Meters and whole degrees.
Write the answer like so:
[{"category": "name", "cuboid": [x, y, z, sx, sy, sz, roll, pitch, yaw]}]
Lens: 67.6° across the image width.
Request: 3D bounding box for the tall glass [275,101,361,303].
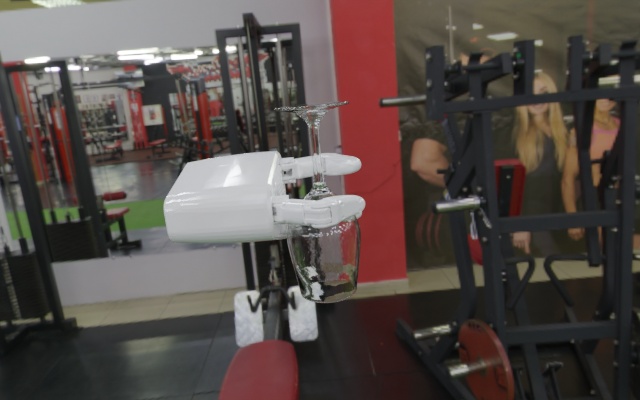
[{"category": "tall glass", "cuboid": [0.000, 0.001, 0.496, 0.079, 0.201, 0.079, -5, 13, 1]}]
